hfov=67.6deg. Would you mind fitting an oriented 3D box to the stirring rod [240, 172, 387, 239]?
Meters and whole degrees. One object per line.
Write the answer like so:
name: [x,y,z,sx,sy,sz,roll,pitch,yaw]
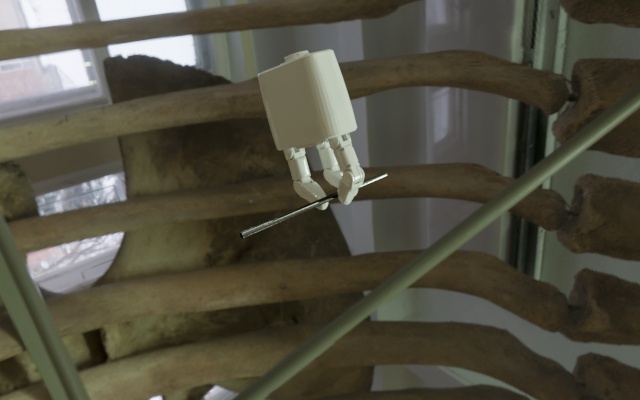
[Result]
stirring rod: [0.000,0.002,0.630,0.239,0.011,0.011,-23,13,-32]
